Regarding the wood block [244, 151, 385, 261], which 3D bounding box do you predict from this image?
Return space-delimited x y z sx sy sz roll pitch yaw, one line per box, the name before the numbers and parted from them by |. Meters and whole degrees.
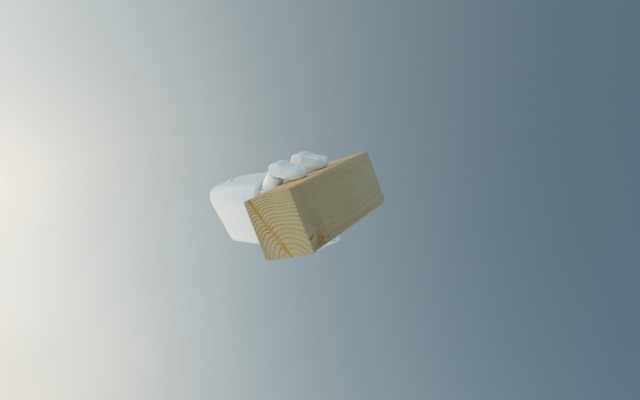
wood block | 0.000 0.003 0.703 0.090 0.091 0.206 -14 10 38
